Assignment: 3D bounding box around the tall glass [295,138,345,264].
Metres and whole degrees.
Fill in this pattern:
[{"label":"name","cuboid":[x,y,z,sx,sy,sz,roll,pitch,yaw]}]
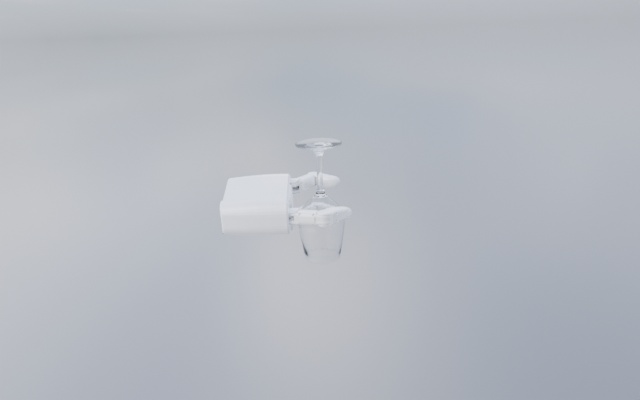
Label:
[{"label":"tall glass","cuboid":[0.000,0.002,0.789,0.079,0.201,0.079,-2,20,1]}]
